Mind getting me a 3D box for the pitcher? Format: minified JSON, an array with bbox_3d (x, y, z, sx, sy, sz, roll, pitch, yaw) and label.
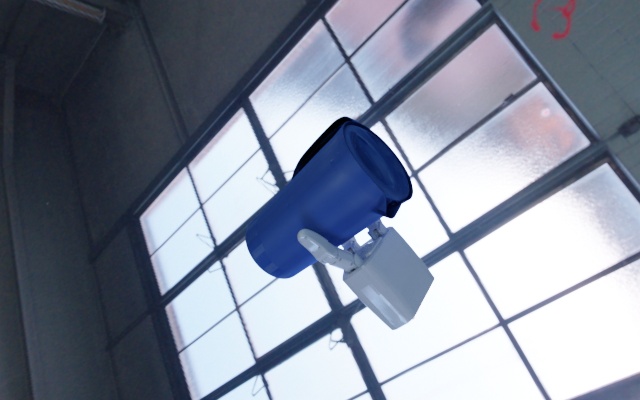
[{"bbox_3d":[0.000,0.002,0.692,0.243,0.145,0.149,-40,6,29],"label":"pitcher"}]
